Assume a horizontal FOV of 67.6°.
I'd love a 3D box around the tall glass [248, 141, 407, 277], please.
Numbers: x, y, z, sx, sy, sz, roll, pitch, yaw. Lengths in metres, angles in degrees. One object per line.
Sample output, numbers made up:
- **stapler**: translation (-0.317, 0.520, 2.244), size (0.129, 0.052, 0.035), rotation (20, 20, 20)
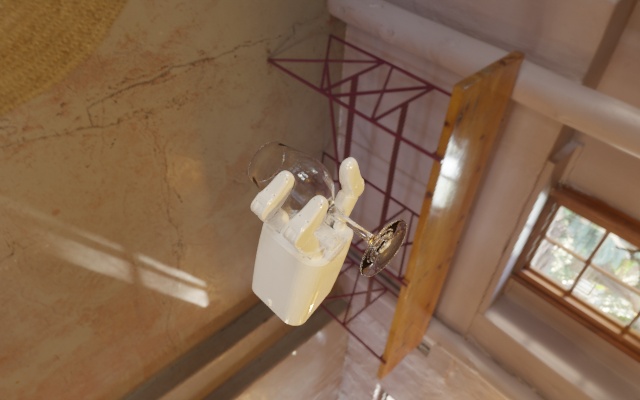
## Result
- **tall glass**: translation (0.001, 0.002, 0.564), size (0.201, 0.079, 0.079), rotation (37, 21, 30)
